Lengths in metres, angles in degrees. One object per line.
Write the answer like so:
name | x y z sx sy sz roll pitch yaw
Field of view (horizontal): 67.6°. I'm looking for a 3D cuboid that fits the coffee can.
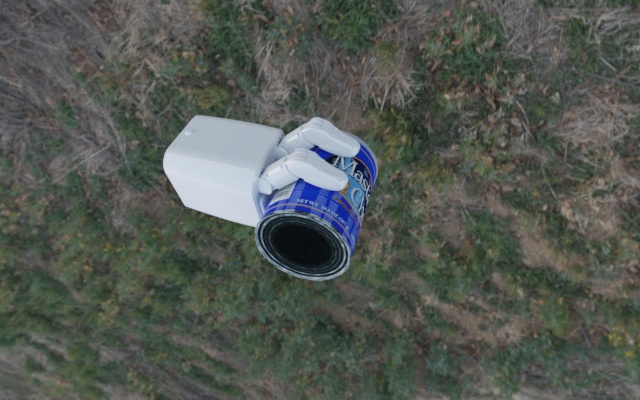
coffee can | 0.000 0.002 0.530 0.103 0.103 0.140 0 42 22
